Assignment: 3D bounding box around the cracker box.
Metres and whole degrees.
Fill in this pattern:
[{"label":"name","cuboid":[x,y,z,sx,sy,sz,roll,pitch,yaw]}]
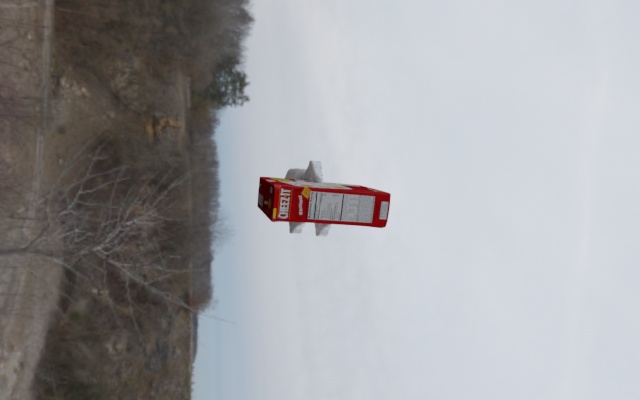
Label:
[{"label":"cracker box","cuboid":[0.000,0.003,0.893,0.214,0.072,0.164,4,6,-16]}]
